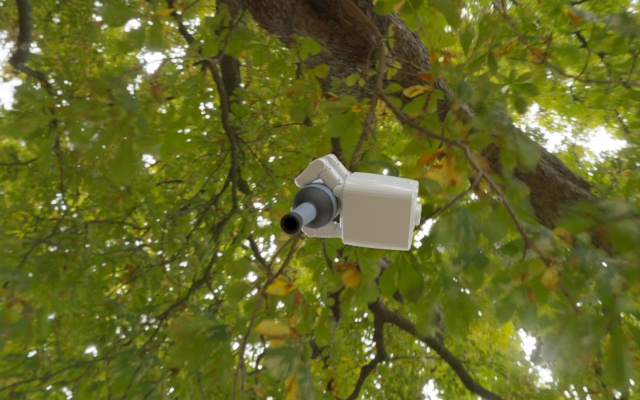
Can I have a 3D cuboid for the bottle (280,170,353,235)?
[{"bbox_3d":[0.000,0.002,0.753,0.069,0.069,0.295,0,11,16],"label":"bottle"}]
